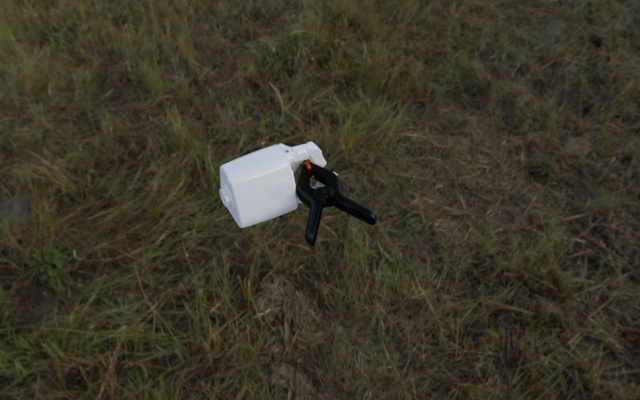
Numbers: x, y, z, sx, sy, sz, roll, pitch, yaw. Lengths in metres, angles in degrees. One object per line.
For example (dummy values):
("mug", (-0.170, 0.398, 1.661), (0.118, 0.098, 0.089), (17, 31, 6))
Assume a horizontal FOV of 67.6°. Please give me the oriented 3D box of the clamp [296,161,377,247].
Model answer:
("clamp", (0.000, 0.002, 0.796), (0.120, 0.039, 0.171), (-22, 49, -22))
